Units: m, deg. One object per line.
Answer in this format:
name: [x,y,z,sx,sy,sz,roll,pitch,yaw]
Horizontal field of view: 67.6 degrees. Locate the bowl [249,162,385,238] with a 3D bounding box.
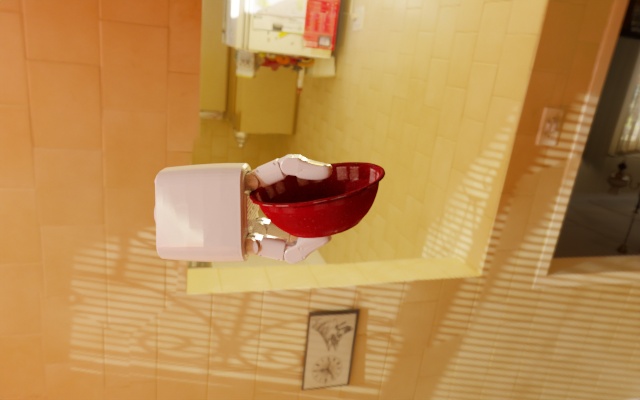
bowl: [0.001,0.002,0.567,0.162,0.055,0.162,-10,17,3]
